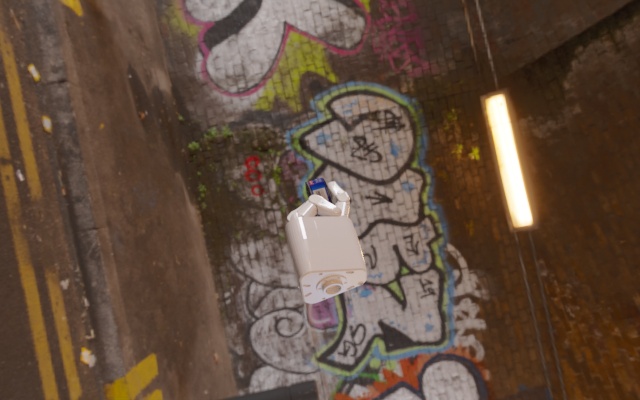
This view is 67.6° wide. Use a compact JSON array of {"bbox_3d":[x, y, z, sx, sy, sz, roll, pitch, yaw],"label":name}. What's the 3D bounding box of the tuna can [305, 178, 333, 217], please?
[{"bbox_3d":[0.001,0.003,0.867,0.034,0.086,0.086,-16,1,-5],"label":"tuna can"}]
